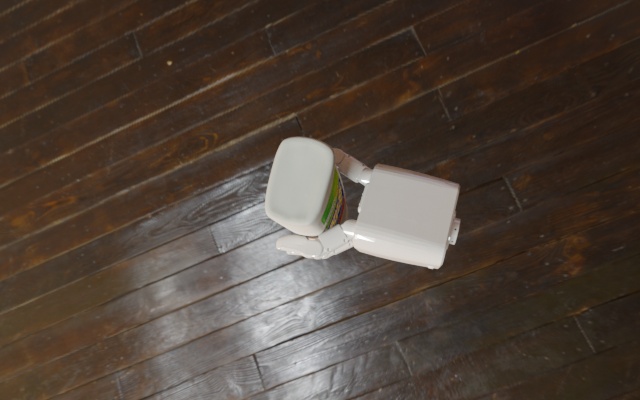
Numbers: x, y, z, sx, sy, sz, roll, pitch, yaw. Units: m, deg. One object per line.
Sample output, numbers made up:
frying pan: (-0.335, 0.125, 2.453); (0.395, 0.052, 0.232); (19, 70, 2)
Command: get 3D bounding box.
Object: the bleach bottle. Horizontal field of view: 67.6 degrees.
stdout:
bleach bottle: (0.000, 0.002, 0.630); (0.068, 0.102, 0.251); (13, -7, 14)
